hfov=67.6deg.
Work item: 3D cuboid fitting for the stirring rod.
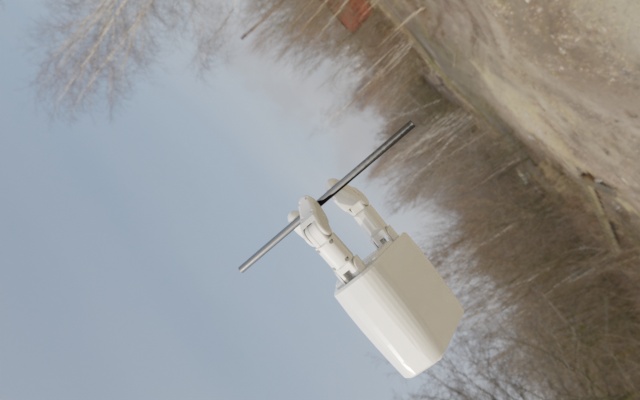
[{"bbox_3d":[0.000,0.002,0.487,0.239,0.011,0.011,-41,-15,18],"label":"stirring rod"}]
